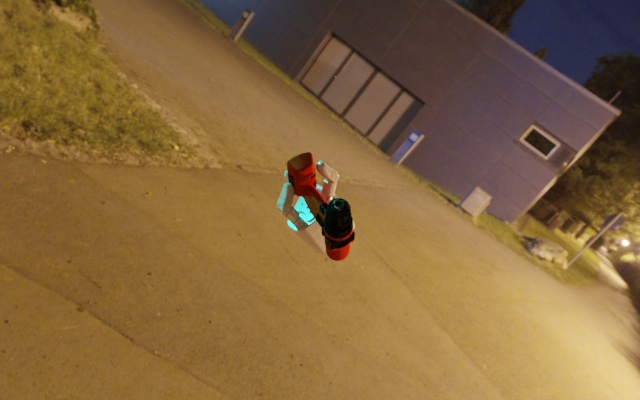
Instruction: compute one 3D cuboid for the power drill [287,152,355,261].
[{"bbox_3d":[0.000,0.003,0.878,0.057,0.187,0.185,-22,-30,-14],"label":"power drill"}]
